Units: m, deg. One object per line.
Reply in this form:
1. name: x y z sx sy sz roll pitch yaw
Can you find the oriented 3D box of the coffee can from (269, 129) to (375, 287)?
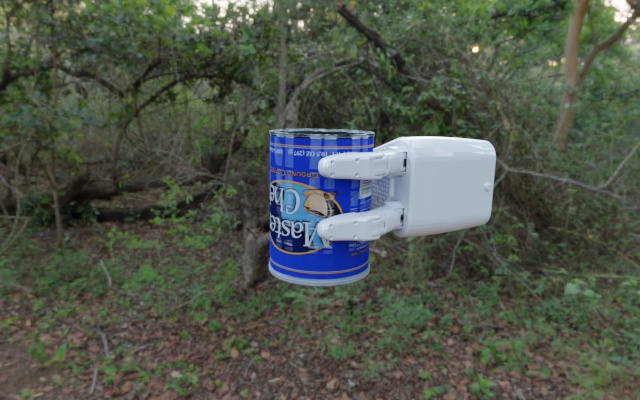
1. coffee can: 0.000 0.002 0.475 0.103 0.140 0.103 1 11 0
